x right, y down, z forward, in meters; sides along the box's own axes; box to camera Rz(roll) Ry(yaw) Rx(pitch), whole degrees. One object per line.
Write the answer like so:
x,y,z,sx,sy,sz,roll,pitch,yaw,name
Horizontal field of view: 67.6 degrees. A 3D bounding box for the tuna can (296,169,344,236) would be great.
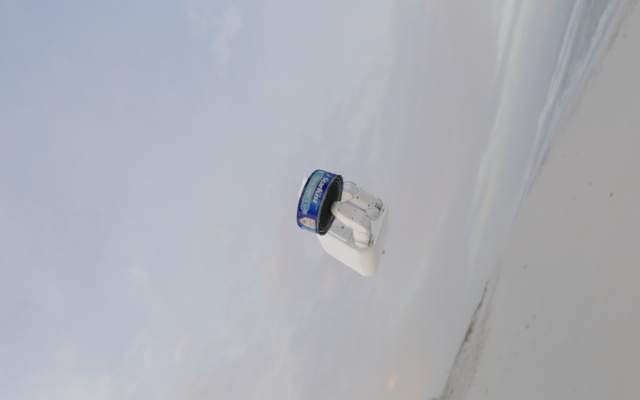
0.000,0.002,0.643,0.034,0.086,0.086,18,5,16,tuna can
